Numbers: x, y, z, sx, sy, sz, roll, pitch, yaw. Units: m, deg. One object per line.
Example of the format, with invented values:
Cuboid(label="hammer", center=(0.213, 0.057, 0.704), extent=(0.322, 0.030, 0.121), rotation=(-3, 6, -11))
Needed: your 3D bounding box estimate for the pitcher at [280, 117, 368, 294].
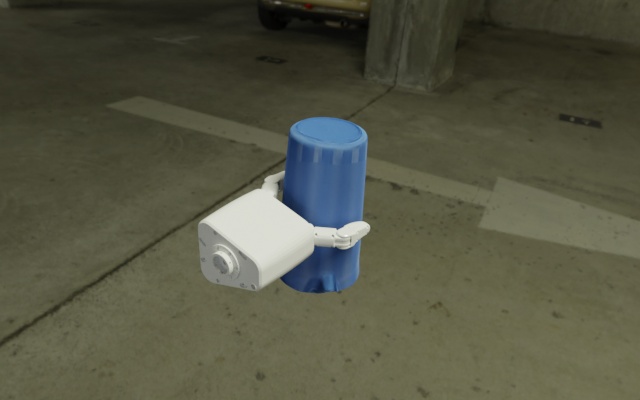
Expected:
Cuboid(label="pitcher", center=(0.000, 0.002, 0.713), extent=(0.149, 0.243, 0.145), rotation=(21, 33, 27))
